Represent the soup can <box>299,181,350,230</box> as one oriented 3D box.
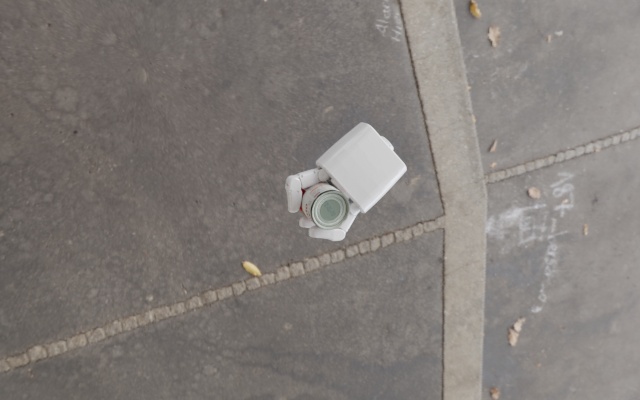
[{"bbox_3d":[0.000,0.003,0.794,0.068,0.068,0.102,0,16,-20],"label":"soup can"}]
